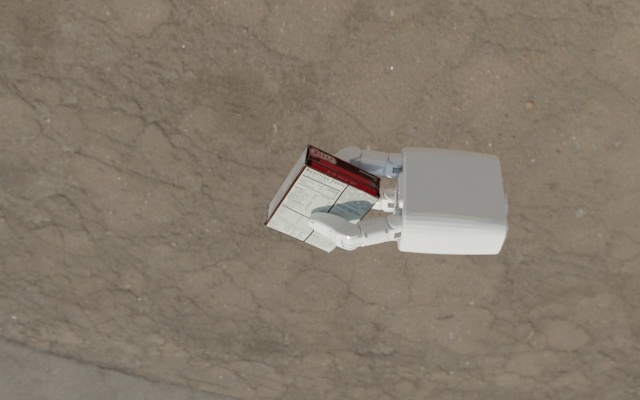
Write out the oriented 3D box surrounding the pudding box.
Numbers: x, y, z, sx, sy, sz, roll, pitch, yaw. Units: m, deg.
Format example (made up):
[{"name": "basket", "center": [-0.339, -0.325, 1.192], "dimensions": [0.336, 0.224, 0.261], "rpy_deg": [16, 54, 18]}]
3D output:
[{"name": "pudding box", "center": [0.000, 0.002, 0.529], "dimensions": [0.090, 0.039, 0.113], "rpy_deg": [25, -49, -15]}]
